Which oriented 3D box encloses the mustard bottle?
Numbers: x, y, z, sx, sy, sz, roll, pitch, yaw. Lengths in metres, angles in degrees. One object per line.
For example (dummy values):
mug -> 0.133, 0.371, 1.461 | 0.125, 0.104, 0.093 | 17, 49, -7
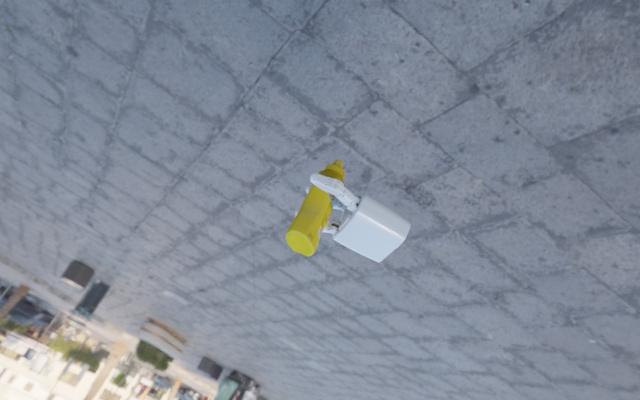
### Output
mustard bottle -> 0.000, 0.003, 0.892 | 0.058, 0.191, 0.096 | 19, -26, 14
